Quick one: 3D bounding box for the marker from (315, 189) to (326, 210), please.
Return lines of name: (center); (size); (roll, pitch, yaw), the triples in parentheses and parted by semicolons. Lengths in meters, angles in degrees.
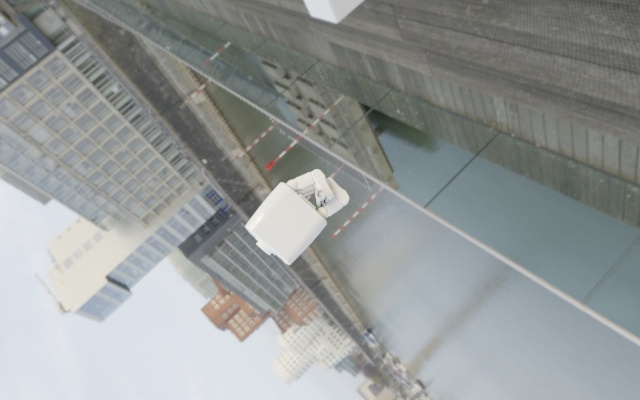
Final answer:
marker: (0.000, 0.003, 0.879); (0.020, 0.020, 0.121); (0, -14, 0)
